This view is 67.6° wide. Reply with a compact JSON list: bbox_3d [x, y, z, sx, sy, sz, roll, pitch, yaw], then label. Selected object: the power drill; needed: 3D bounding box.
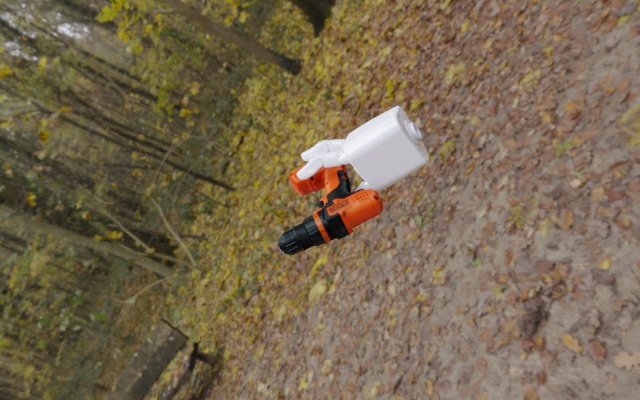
[{"bbox_3d":[0.000,0.002,0.834,0.184,0.057,0.187,-25,37,1],"label":"power drill"}]
